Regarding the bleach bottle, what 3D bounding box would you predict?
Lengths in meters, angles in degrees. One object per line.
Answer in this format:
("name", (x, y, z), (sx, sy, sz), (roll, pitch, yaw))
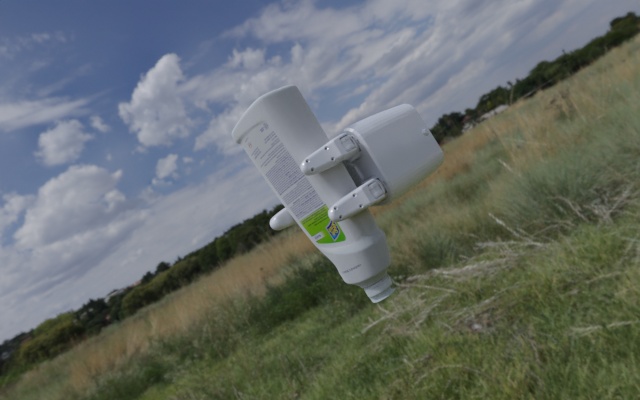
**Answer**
("bleach bottle", (0.000, 0.002, 0.537), (0.068, 0.251, 0.102), (-30, -2, -34))
